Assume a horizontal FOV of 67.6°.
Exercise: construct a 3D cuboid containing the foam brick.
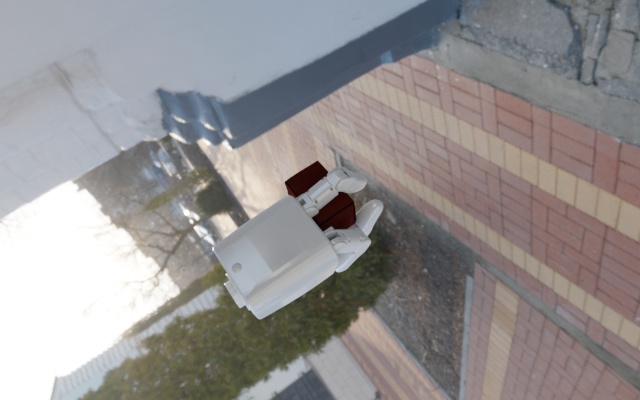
[{"bbox_3d":[0.000,0.002,0.579,0.051,0.078,0.053,-33,-30,-12],"label":"foam brick"}]
